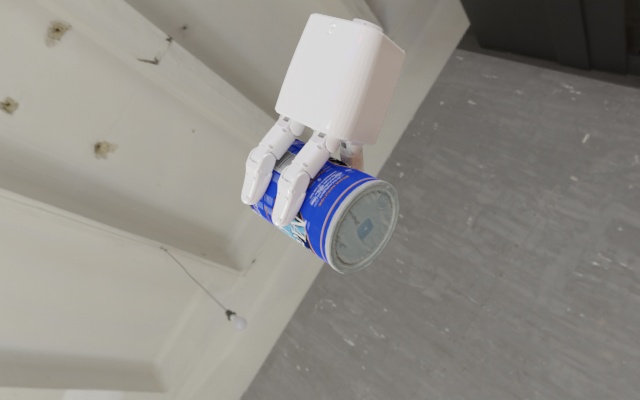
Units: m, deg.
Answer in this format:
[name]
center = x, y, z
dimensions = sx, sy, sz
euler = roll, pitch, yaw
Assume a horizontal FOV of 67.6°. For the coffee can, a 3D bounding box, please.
[coffee can]
center = 0.000, 0.002, 0.523
dimensions = 0.103, 0.103, 0.140
euler = 0, 23, -47
